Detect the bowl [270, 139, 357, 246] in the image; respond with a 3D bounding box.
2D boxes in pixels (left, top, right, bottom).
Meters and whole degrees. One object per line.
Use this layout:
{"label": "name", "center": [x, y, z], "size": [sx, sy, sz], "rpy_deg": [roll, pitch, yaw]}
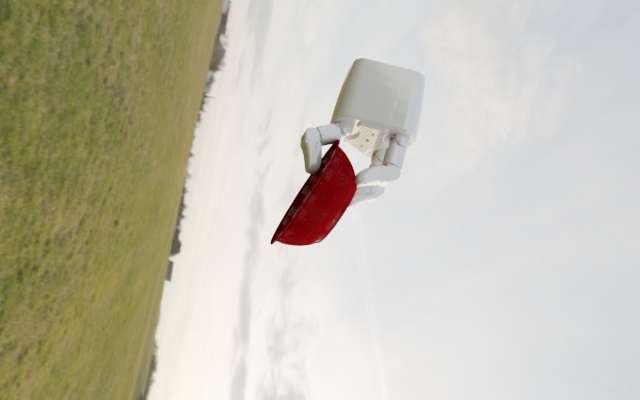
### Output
{"label": "bowl", "center": [0.000, 0.003, 0.619], "size": [0.055, 0.162, 0.162], "rpy_deg": [34, -4, -6]}
